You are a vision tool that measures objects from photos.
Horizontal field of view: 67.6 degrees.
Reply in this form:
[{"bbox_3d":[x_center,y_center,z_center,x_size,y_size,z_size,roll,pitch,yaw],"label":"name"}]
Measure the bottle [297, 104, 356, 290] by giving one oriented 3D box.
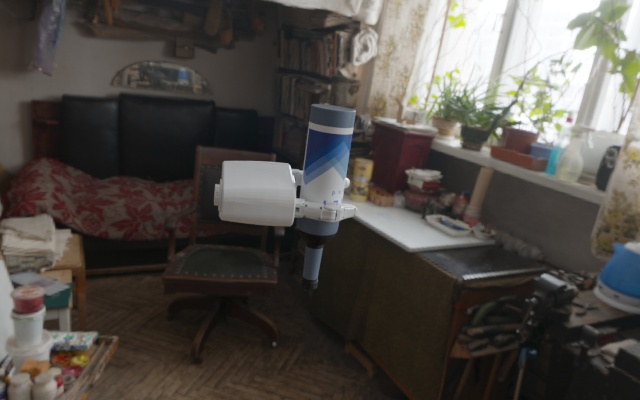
[{"bbox_3d":[0.000,0.002,0.747,0.069,0.296,0.069,7,17,-2],"label":"bottle"}]
